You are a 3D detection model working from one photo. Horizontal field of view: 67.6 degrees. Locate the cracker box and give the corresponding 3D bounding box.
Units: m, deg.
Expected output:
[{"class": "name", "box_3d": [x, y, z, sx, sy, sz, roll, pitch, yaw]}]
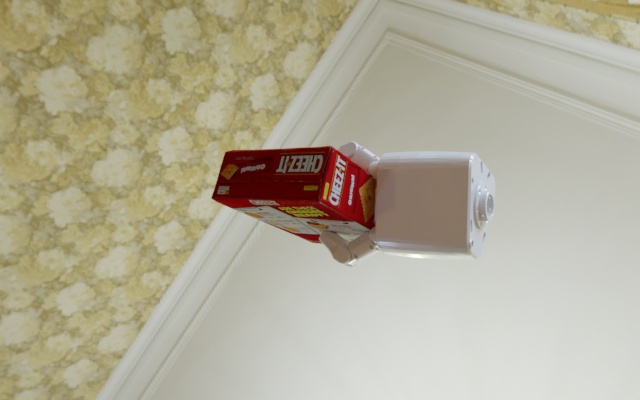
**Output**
[{"class": "cracker box", "box_3d": [0.000, 0.002, 0.606, 0.164, 0.072, 0.214, 1, -18, 36]}]
